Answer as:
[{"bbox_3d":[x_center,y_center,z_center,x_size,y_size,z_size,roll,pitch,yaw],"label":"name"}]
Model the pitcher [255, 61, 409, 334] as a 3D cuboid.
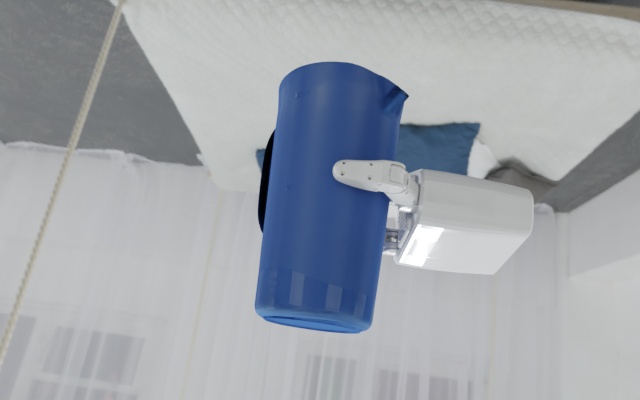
[{"bbox_3d":[0.000,0.002,0.476,0.145,0.242,0.149,8,-19,0],"label":"pitcher"}]
